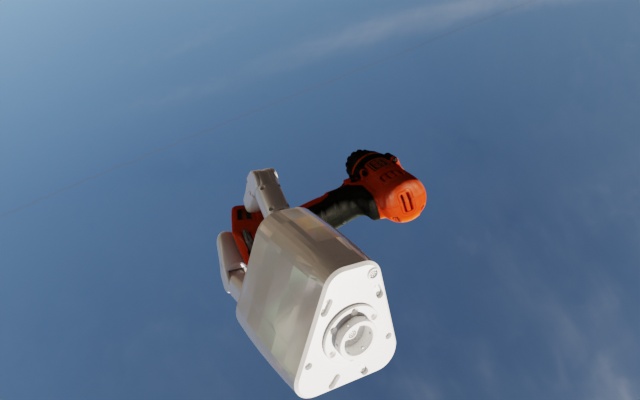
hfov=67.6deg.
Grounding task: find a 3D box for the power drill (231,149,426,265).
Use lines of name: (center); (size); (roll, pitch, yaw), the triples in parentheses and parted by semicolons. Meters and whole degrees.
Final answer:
power drill: (0.000, 0.002, 0.509); (0.187, 0.057, 0.184); (-24, 17, -3)
